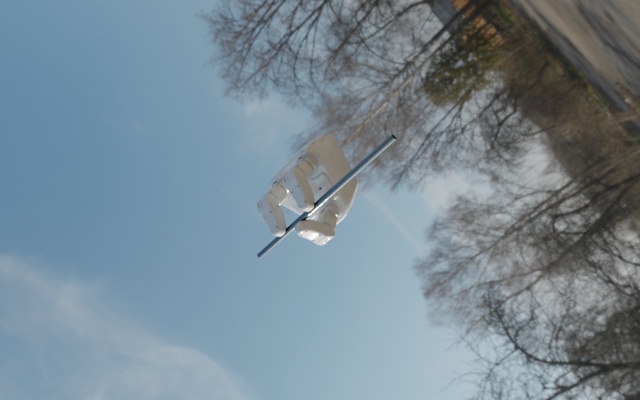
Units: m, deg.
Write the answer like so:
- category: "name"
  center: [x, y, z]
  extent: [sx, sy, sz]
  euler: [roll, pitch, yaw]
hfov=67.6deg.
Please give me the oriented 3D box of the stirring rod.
- category: "stirring rod"
  center: [0.000, 0.002, 0.577]
  extent: [0.239, 0.011, 0.011]
  euler: [-42, -22, 26]
